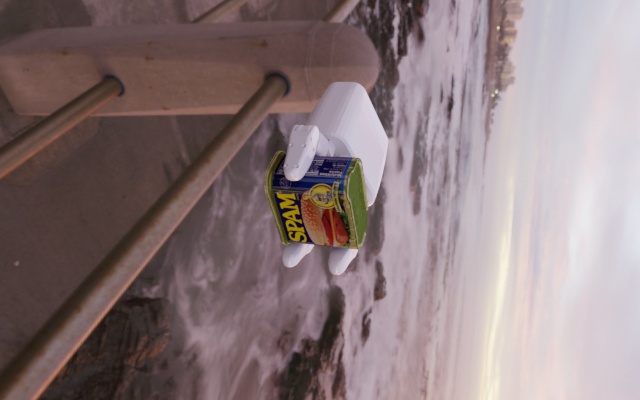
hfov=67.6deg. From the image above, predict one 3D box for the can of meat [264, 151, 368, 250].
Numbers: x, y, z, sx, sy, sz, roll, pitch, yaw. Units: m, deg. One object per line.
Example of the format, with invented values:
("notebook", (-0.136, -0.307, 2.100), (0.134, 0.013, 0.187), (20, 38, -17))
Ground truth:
("can of meat", (0.000, 0.002, 0.482), (0.084, 0.102, 0.057), (4, 44, 19))
